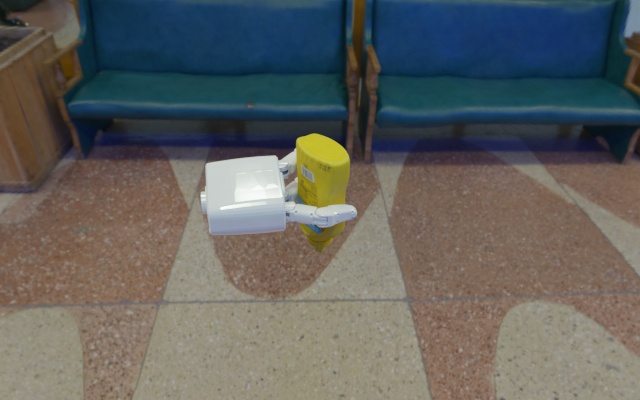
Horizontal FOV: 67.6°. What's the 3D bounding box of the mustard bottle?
[{"bbox_3d":[0.000,0.002,0.727,0.058,0.192,0.096,-22,42,-30],"label":"mustard bottle"}]
